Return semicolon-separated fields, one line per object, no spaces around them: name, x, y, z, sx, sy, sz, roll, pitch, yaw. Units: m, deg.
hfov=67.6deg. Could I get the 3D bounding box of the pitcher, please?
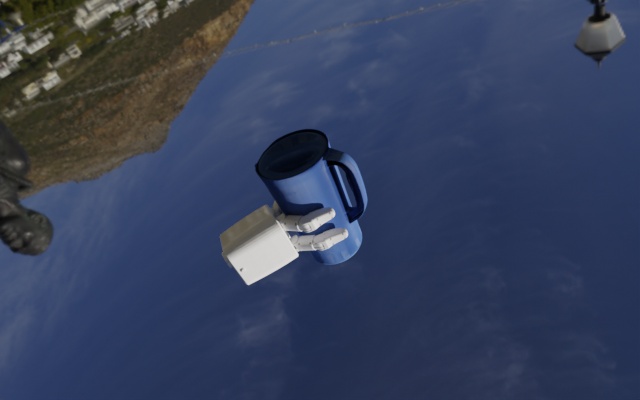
pitcher;0.000;0.003;0.859;0.145;0.243;0.149;-31;38;-6
